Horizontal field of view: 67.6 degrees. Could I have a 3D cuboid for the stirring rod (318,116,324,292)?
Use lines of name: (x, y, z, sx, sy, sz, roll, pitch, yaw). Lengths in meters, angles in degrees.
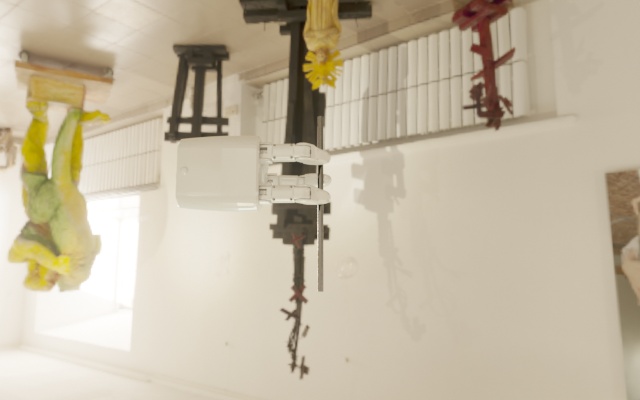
stirring rod: (0.000, 0.002, 0.652, 0.011, 0.239, 0.011, 0, -8, 0)
